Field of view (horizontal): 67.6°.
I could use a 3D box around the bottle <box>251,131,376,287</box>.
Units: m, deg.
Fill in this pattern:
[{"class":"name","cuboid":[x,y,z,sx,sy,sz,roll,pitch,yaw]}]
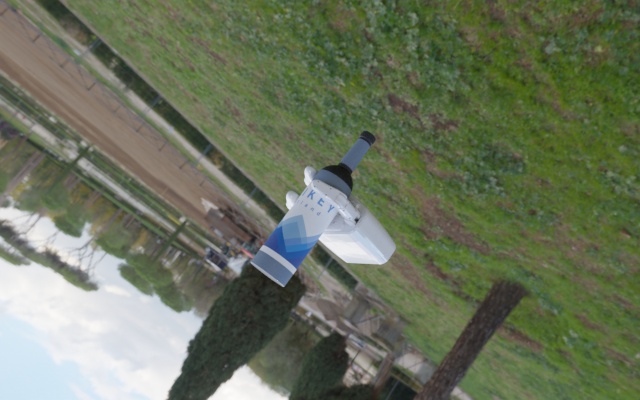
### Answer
[{"class":"bottle","cuboid":[0.000,0.003,0.791,0.069,0.295,0.069,34,-14,10]}]
